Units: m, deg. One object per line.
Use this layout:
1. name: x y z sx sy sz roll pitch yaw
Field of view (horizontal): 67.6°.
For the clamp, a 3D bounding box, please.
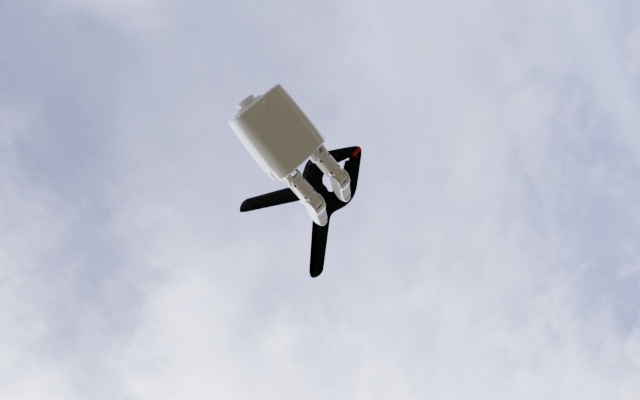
1. clamp: 0.000 0.002 0.734 0.210 0.164 0.036 -45 21 -20
